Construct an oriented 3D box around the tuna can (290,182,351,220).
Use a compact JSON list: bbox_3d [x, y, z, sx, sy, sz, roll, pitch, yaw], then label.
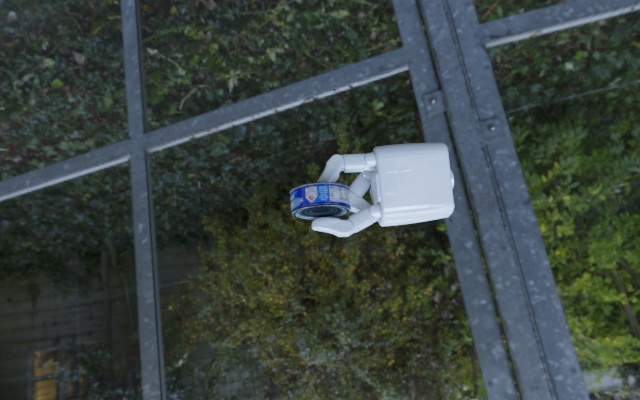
[{"bbox_3d":[0.000,0.003,0.677,0.086,0.033,0.086,-3,-16,-1],"label":"tuna can"}]
